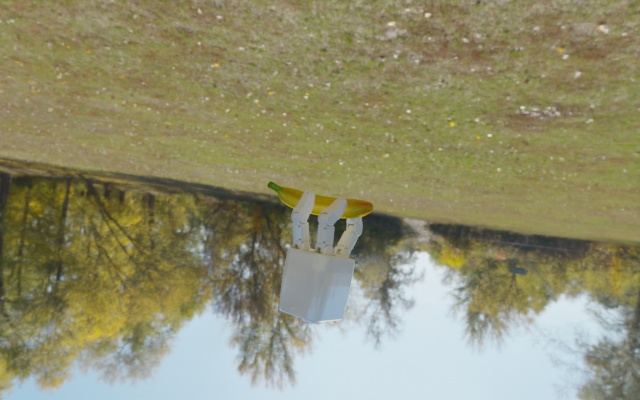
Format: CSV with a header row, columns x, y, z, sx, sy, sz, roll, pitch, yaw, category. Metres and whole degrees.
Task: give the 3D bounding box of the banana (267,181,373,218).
x,y,z,sx,sy,sz,roll,pitch,yaw,category
0.003,0.006,0.837,0.198,0.037,0.070,11,-9,22,banana
